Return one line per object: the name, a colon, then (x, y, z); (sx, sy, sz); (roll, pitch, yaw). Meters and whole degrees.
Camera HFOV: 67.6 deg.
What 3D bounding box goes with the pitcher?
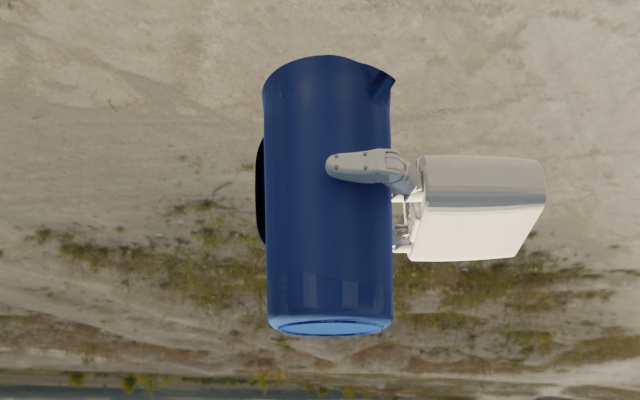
pitcher: (0.000, 0.001, 0.458); (0.145, 0.242, 0.149); (0, -23, -1)
